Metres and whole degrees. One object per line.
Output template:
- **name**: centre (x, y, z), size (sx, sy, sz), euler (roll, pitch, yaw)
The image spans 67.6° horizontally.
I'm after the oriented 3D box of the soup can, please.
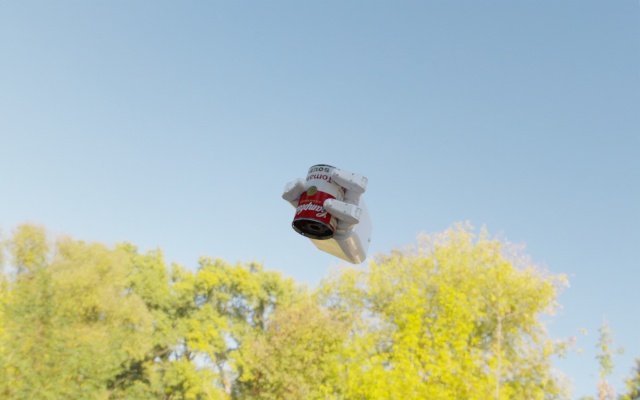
- **soup can**: centre (0.000, 0.002, 0.754), size (0.068, 0.102, 0.068), euler (12, -28, 7)
